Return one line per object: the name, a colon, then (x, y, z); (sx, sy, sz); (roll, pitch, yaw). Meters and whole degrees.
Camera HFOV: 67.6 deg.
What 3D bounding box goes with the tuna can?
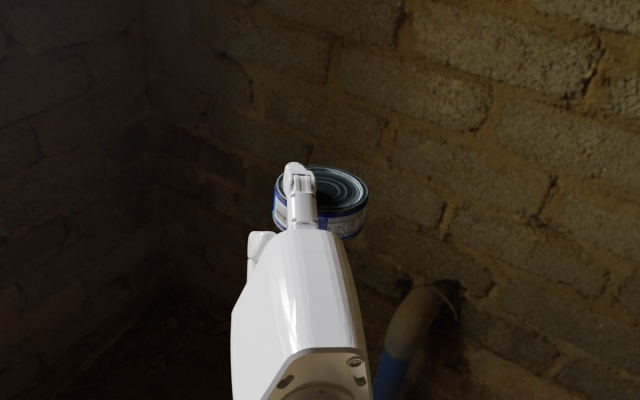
tuna can: (0.000, 0.001, 0.434); (0.086, 0.034, 0.086); (5, 31, -3)
